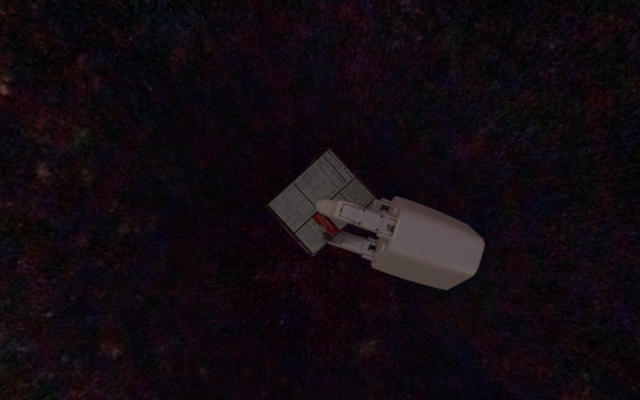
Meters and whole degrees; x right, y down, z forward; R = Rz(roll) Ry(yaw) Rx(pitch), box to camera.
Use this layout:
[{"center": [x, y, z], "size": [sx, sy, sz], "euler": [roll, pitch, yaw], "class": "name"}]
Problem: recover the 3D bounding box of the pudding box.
[{"center": [0.000, 0.002, 0.606], "size": [0.113, 0.090, 0.039], "euler": [-42, -2, -7], "class": "pudding box"}]
